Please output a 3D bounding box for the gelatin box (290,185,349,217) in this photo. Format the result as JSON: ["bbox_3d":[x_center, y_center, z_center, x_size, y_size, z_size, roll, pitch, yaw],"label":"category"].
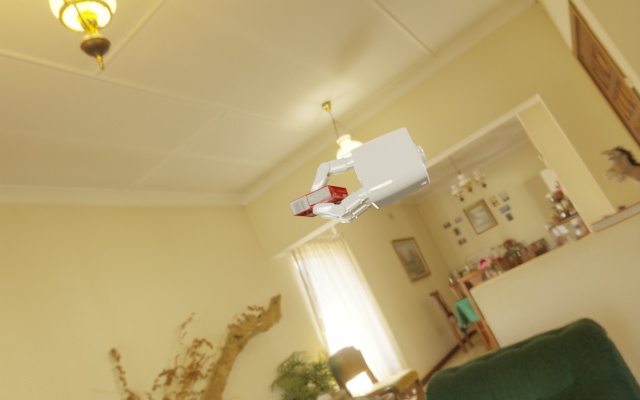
[{"bbox_3d":[0.000,0.003,0.876,0.089,0.030,0.073,-24,-14,24],"label":"gelatin box"}]
